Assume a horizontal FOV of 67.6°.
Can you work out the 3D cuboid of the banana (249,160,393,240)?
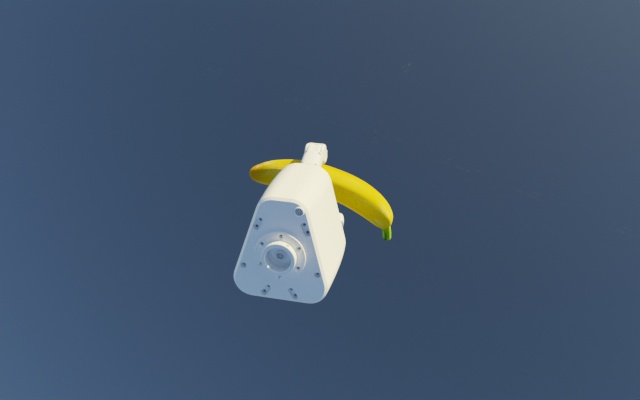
[{"bbox_3d":[0.011,-0.010,0.579,0.198,0.070,0.037,26,35,-4],"label":"banana"}]
